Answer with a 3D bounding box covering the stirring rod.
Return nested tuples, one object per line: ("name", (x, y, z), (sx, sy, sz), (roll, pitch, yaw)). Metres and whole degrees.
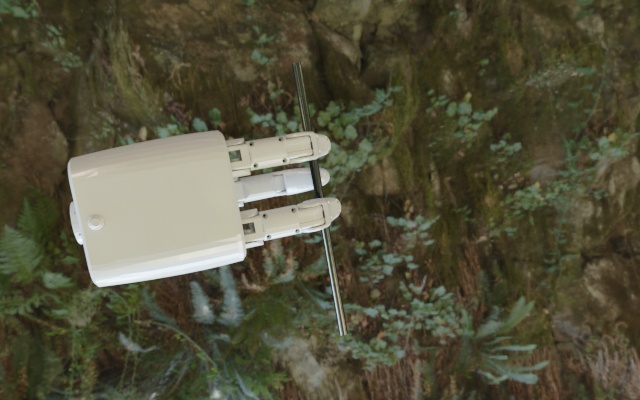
("stirring rod", (0.000, 0.001, 0.418), (0.011, 0.239, 0.011), (-10, 5, 1))
